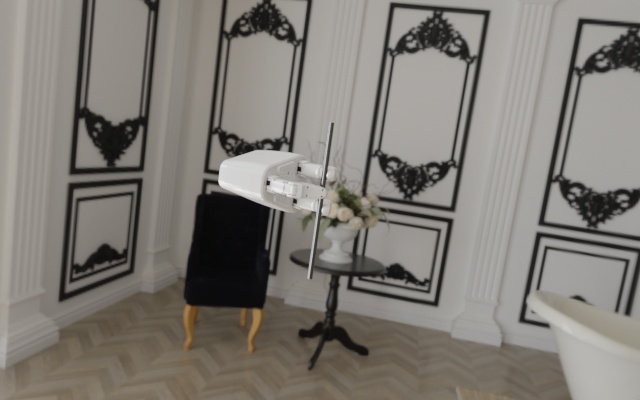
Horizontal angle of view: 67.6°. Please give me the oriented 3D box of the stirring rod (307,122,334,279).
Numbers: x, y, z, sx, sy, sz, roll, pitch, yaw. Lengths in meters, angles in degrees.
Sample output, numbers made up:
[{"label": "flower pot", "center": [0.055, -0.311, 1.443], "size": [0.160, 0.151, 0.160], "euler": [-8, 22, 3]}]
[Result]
[{"label": "stirring rod", "center": [0.000, 0.002, 0.724], "size": [0.011, 0.239, 0.011], "euler": [8, 7, -1]}]
